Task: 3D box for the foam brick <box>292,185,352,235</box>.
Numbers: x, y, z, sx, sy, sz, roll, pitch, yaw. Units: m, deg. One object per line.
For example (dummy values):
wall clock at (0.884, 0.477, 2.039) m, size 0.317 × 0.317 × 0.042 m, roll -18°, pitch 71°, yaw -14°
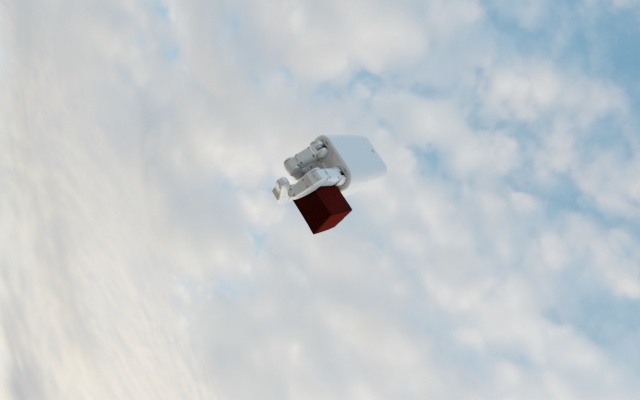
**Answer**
foam brick at (0.000, 0.003, 0.727) m, size 0.051 × 0.078 × 0.053 m, roll -11°, pitch -27°, yaw -47°
